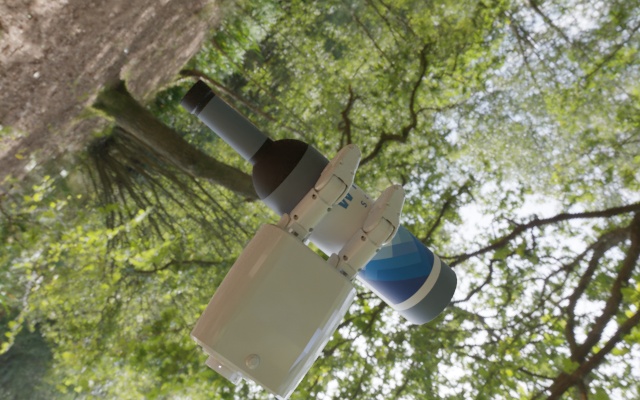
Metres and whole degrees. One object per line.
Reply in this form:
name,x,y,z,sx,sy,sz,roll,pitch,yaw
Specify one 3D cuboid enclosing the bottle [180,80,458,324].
bottle,0.000,0.002,0.434,0.296,0.069,0.069,40,-12,-14
